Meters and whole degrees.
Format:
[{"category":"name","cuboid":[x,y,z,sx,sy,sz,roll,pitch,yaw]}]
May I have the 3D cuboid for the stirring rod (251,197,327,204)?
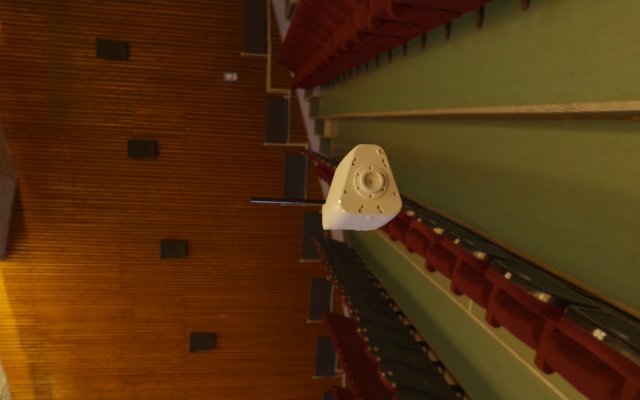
[{"category":"stirring rod","cuboid":[0.000,0.003,0.832,0.239,0.011,0.011,2,0,-9]}]
